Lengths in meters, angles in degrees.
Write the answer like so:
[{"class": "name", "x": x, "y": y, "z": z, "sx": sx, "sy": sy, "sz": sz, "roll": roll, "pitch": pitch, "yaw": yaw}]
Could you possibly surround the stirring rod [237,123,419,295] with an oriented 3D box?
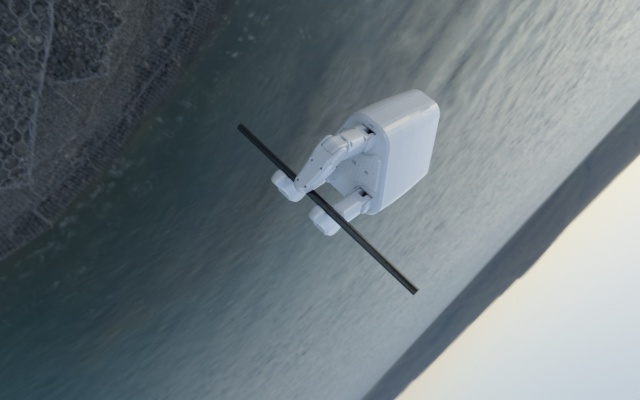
[{"class": "stirring rod", "x": 0.000, "y": 0.001, "z": 0.452, "sx": 0.239, "sy": 0.011, "sz": 0.011, "roll": 43, "pitch": 17, "yaw": 19}]
